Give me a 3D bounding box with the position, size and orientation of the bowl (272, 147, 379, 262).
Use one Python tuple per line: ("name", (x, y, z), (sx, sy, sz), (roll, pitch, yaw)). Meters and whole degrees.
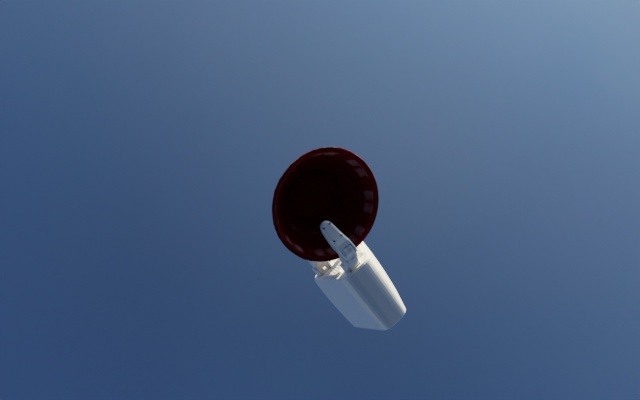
("bowl", (0.000, 0.001, 0.678), (0.162, 0.162, 0.055), (0, 12, -24))
